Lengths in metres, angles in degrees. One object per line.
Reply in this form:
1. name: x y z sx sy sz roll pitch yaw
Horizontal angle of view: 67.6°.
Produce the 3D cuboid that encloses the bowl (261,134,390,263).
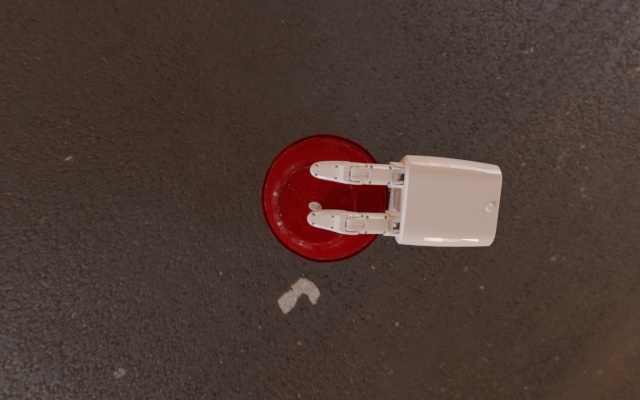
1. bowl: -0.001 0.002 0.567 0.162 0.162 0.055 0 8 10
